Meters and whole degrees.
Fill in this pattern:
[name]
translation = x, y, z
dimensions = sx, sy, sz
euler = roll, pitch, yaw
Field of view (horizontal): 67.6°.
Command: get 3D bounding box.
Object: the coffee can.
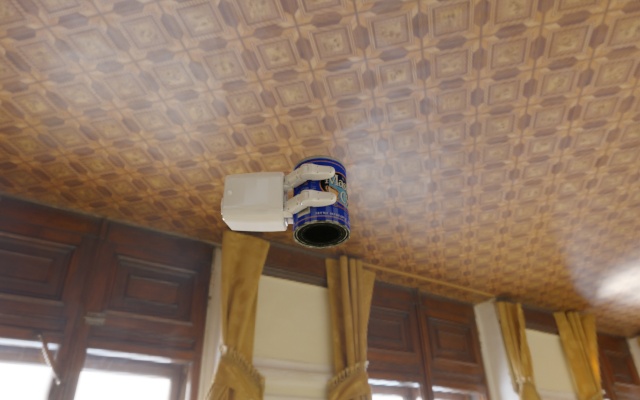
[coffee can]
translation = 0.000, 0.003, 0.876
dimensions = 0.103, 0.140, 0.103
euler = -1, -32, -1
